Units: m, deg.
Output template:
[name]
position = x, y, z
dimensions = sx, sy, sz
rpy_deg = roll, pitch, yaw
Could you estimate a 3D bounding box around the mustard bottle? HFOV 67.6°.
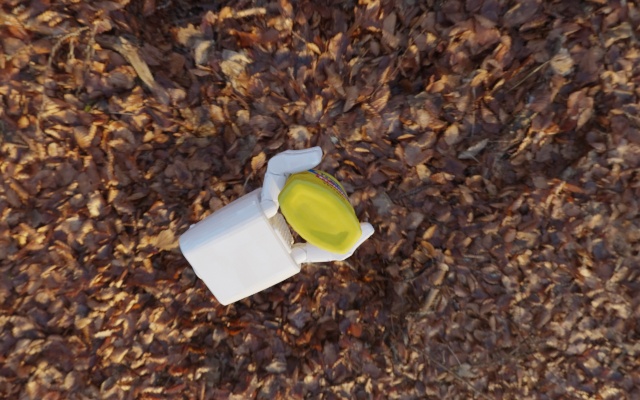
[mustard bottle]
position = 0.000, 0.002, 0.582
dimensions = 0.096, 0.058, 0.191
rpy_deg = 38, 8, -6
